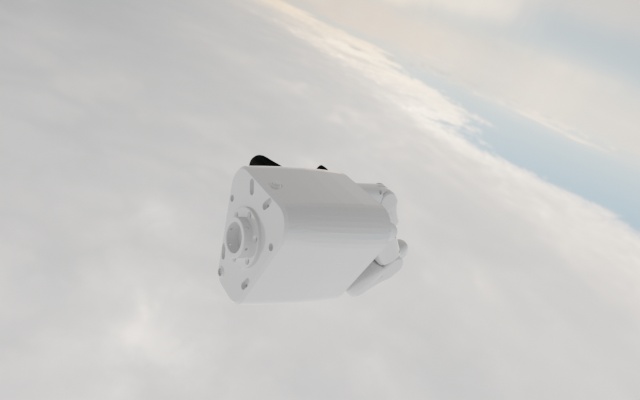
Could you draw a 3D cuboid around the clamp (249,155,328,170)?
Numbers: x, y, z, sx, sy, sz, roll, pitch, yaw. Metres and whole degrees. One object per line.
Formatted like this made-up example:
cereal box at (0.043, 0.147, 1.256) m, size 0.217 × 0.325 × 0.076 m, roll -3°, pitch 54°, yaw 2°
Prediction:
clamp at (0.000, 0.002, 0.509) m, size 0.120 × 0.039 × 0.171 m, roll 4°, pitch 28°, yaw -39°
